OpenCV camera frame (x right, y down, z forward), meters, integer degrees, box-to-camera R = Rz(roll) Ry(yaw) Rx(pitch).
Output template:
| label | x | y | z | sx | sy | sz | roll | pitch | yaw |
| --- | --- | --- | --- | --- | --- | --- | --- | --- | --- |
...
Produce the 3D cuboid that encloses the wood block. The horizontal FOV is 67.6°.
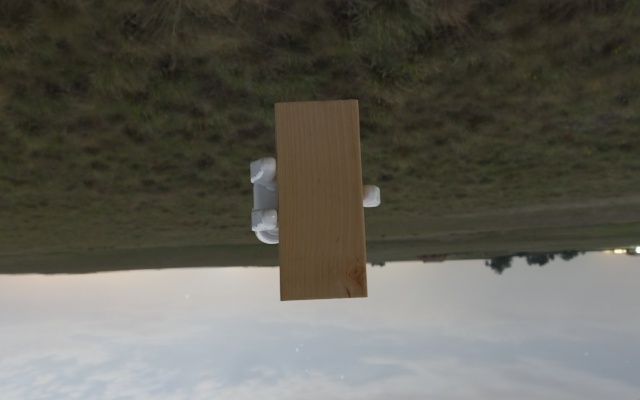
| label | x | y | z | sx | sy | sz | roll | pitch | yaw |
| --- | --- | --- | --- | --- | --- | --- | --- | --- | --- |
| wood block | 0.000 | 0.002 | 0.532 | 0.091 | 0.206 | 0.090 | -3 | -7 | 0 |
